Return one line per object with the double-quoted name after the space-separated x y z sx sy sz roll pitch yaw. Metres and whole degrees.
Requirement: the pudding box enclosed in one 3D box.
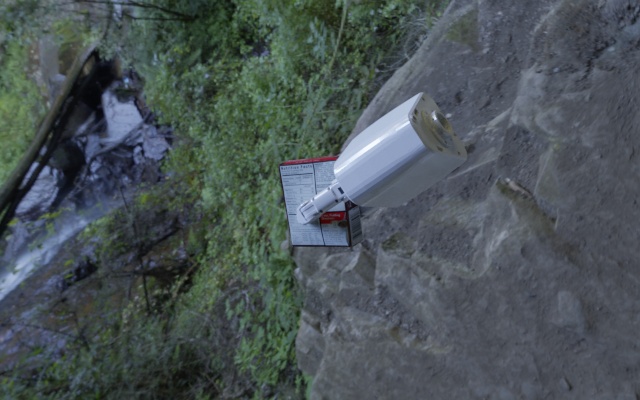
0.000 0.002 0.602 0.090 0.113 0.039 -2 11 30 "pudding box"
